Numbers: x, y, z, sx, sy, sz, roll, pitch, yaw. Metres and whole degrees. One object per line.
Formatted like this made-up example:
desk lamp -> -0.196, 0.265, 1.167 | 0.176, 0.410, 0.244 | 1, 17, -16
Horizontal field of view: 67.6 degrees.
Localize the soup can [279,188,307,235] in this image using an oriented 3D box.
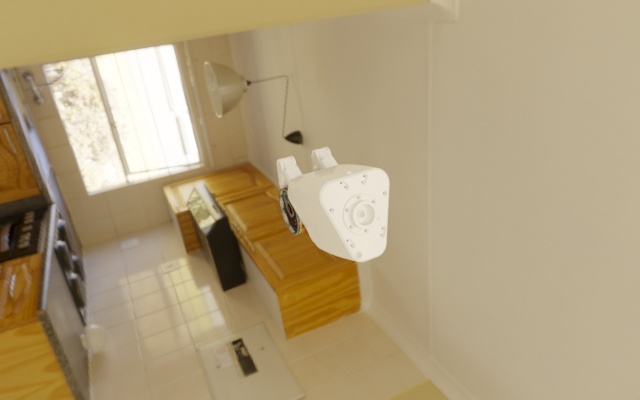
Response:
soup can -> 0.000, 0.002, 0.684 | 0.102, 0.068, 0.068 | -17, 6, -20
